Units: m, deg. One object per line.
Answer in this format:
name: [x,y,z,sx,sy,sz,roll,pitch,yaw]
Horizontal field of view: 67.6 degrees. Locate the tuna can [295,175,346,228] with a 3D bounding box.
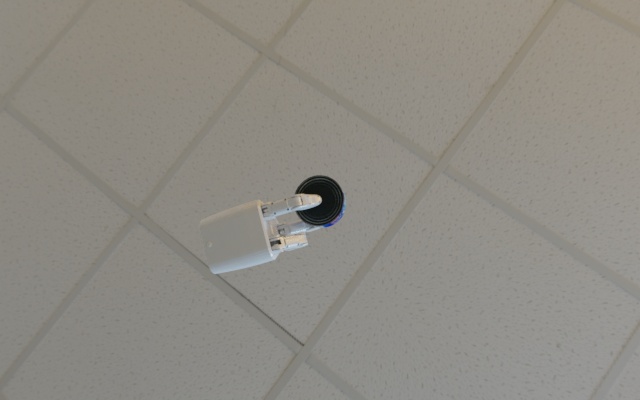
tuna can: [0.000,0.003,0.802,0.086,0.086,0.034,0,-10,13]
